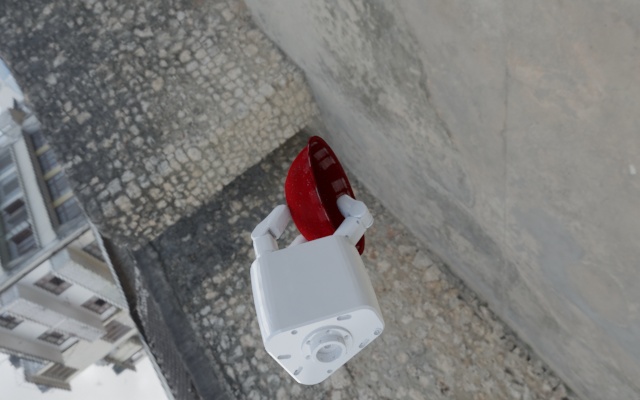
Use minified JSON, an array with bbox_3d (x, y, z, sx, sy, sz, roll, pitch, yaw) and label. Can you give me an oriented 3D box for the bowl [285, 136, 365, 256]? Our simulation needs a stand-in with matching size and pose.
[{"bbox_3d":[0.000,0.002,0.608,0.055,0.162,0.162,-21,-7,17],"label":"bowl"}]
